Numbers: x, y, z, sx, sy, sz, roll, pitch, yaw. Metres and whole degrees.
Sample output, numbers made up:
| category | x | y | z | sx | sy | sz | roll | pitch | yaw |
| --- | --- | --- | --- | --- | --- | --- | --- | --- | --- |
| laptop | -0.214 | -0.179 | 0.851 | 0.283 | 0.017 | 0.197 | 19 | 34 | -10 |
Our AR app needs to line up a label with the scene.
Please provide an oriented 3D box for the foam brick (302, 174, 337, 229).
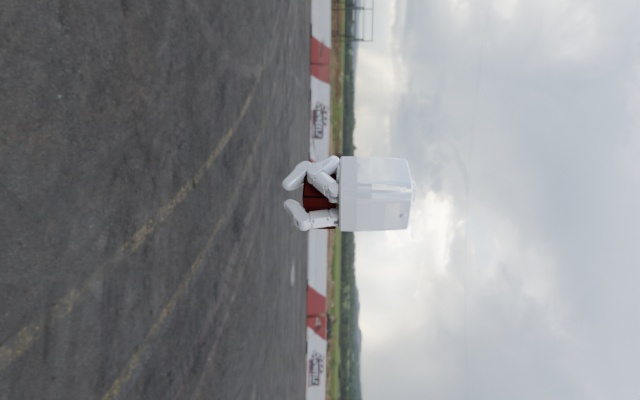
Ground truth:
| category | x | y | z | sx | sy | sz | roll | pitch | yaw |
| --- | --- | --- | --- | --- | --- | --- | --- | --- | --- |
| foam brick | 0.000 | 0.003 | 0.760 | 0.051 | 0.053 | 0.078 | 1 | -41 | 3 |
